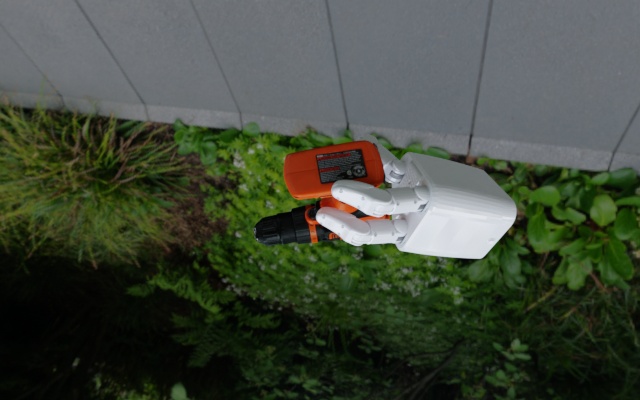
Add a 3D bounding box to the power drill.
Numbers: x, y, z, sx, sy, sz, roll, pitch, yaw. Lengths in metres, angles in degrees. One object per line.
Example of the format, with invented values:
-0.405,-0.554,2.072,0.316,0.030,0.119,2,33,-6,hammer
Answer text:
0.000,0.002,0.581,0.184,0.057,0.188,-12,-21,-4,power drill
